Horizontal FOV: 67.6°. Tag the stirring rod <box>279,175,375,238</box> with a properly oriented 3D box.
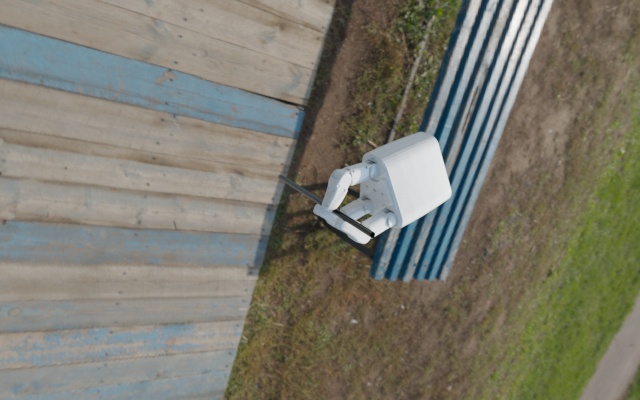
[{"bbox_3d":[0.000,0.002,0.683,0.011,0.011,0.239,0,20,-35],"label":"stirring rod"}]
